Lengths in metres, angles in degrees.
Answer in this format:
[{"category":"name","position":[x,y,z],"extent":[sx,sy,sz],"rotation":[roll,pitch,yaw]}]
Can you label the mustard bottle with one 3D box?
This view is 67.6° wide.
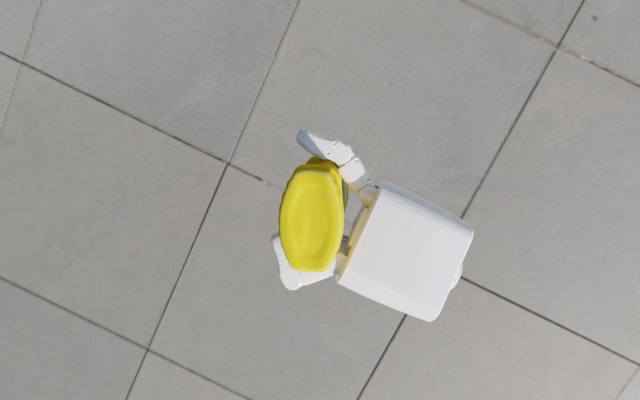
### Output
[{"category":"mustard bottle","position":[0.000,0.002,0.506],"extent":[0.058,0.096,0.191],"rotation":[1,11,5]}]
